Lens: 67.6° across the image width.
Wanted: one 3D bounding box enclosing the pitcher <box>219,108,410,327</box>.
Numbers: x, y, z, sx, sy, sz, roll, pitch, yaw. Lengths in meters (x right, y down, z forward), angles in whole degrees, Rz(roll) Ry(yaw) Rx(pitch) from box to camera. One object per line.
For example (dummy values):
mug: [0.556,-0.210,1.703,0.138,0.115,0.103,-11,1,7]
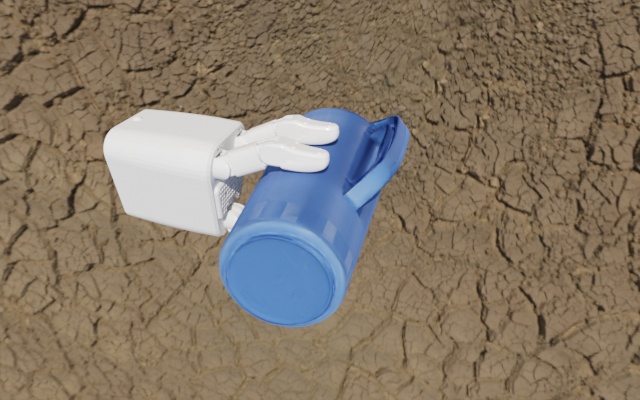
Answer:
pitcher: [0.000,0.002,0.476,0.145,0.149,0.242,13,31,6]
